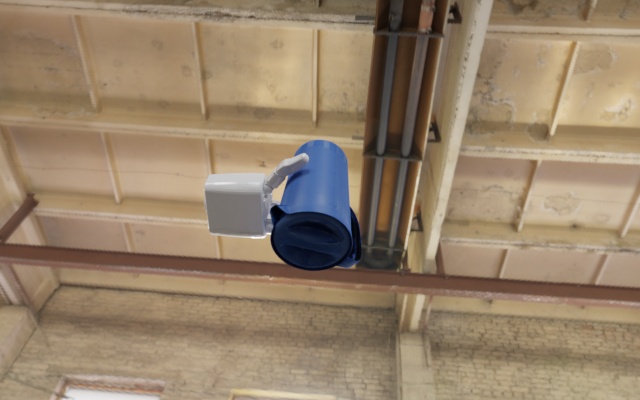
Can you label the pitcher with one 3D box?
[{"bbox_3d":[0.000,0.003,0.858,0.145,0.149,0.242,-1,39,6],"label":"pitcher"}]
